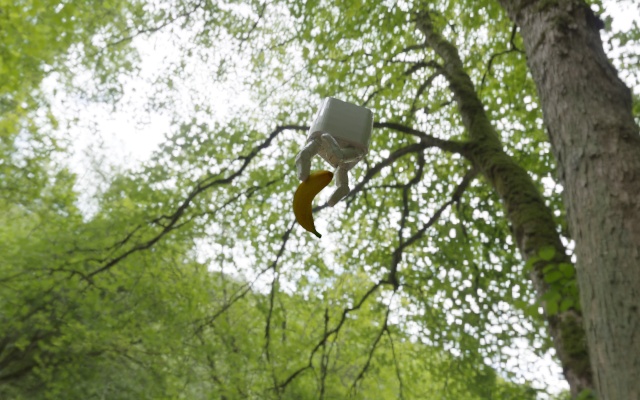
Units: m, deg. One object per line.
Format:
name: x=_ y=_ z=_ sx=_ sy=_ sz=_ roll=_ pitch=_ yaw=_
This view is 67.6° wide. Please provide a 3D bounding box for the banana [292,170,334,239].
banana: x=-0.018 y=0.001 z=0.898 sx=0.069 sy=0.037 sz=0.198 roll=13 pitch=-37 yaw=3
